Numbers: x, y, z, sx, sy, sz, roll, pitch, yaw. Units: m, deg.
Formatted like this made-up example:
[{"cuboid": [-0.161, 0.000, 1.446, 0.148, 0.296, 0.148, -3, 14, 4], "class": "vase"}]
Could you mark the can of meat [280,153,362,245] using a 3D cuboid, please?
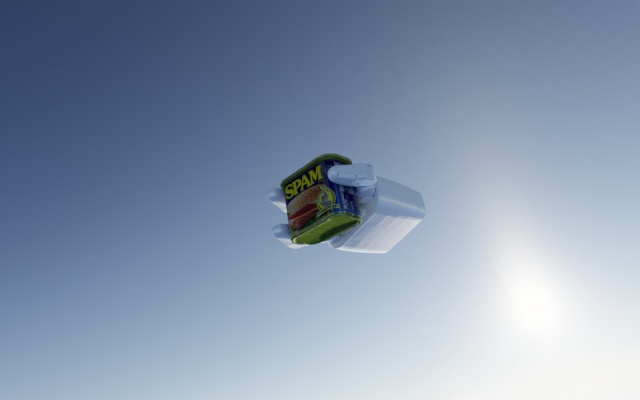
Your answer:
[{"cuboid": [0.000, 0.002, 0.609, 0.057, 0.084, 0.102, 15, -34, -43], "class": "can of meat"}]
